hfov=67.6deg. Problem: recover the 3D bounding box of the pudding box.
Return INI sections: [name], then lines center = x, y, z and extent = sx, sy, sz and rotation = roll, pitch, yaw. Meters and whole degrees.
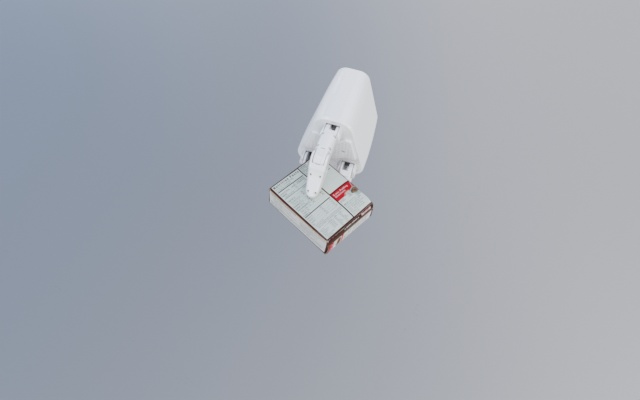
[pudding box]
center = 0.000, 0.002, 0.635
extent = 0.090, 0.113, 0.039
rotation = -39, -24, -24
